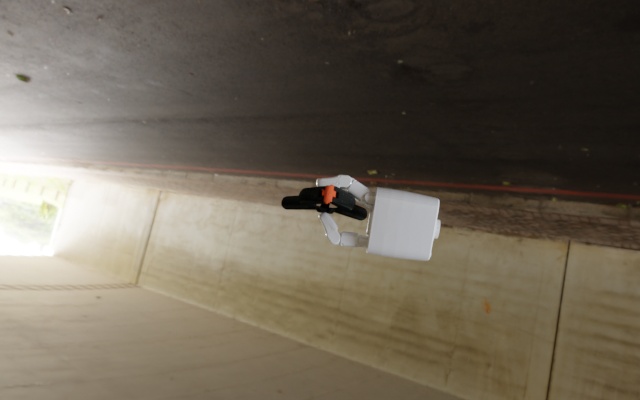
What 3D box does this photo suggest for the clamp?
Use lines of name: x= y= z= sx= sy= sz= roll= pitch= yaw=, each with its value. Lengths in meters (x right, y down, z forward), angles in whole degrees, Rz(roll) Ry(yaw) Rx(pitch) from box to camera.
clamp: x=0.000 y=0.003 z=0.828 sx=0.164 sy=0.036 sz=0.210 roll=7 pitch=-8 yaw=6
